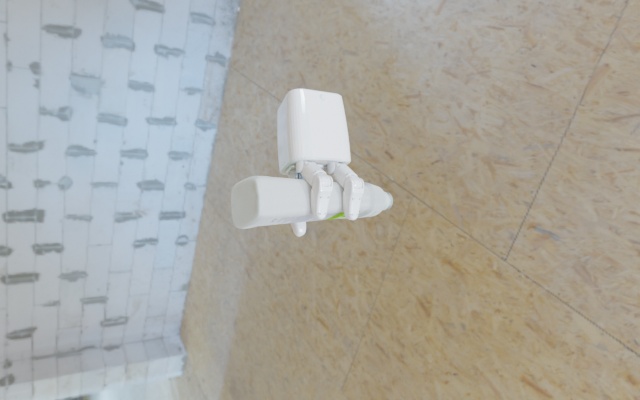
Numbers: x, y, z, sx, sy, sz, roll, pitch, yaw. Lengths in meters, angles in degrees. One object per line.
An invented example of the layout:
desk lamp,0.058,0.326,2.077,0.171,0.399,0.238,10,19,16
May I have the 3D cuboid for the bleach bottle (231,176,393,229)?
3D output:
bleach bottle,0.000,0.002,0.723,0.251,0.068,0.102,0,-10,-33
